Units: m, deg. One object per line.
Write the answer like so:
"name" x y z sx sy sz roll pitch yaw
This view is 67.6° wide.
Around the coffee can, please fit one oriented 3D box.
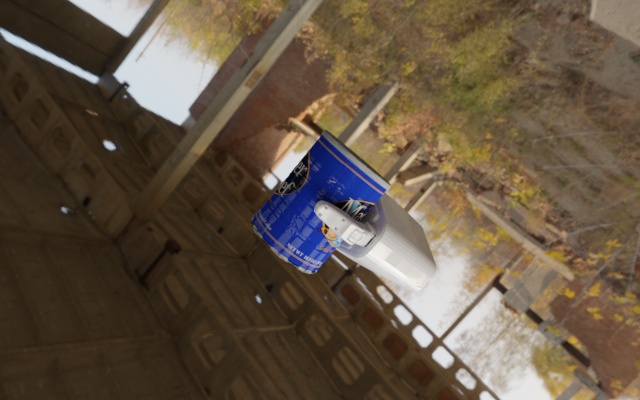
"coffee can" 0.000 0.002 0.571 0.103 0.140 0.103 39 9 -7
